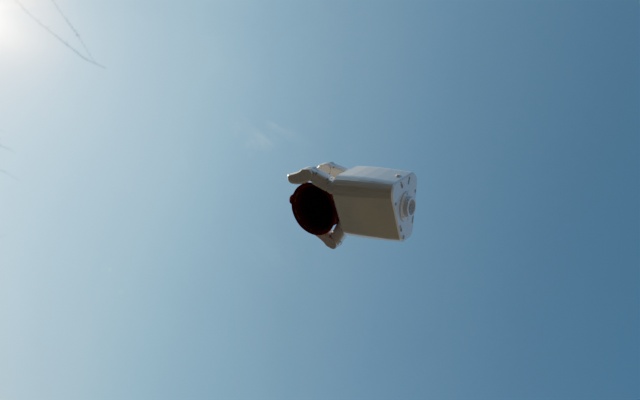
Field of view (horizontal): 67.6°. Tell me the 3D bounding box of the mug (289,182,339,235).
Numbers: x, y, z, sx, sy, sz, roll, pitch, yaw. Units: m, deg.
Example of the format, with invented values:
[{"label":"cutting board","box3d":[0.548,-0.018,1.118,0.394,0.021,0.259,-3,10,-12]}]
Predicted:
[{"label":"mug","box3d":[-0.001,0.003,0.842,0.117,0.093,0.081,9,21,34]}]
